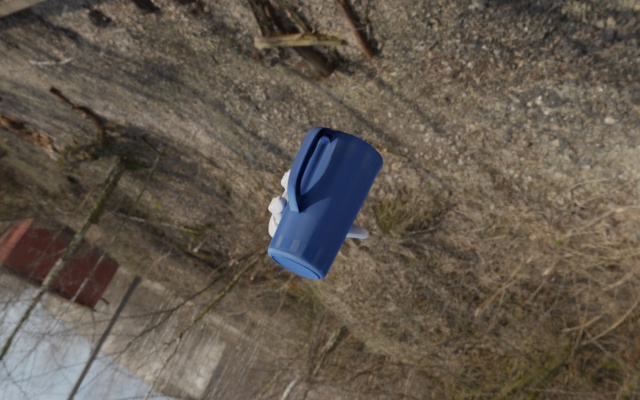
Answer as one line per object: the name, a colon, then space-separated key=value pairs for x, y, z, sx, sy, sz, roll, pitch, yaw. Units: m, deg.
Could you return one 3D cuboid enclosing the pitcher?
pitcher: x=0.000 y=0.003 z=0.826 sx=0.149 sy=0.242 sz=0.145 roll=27 pitch=-19 yaw=-5
